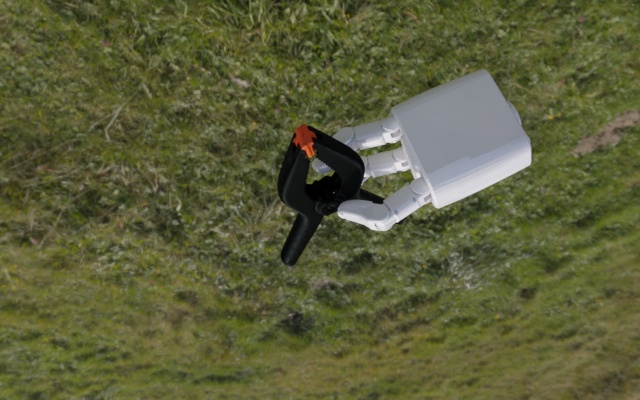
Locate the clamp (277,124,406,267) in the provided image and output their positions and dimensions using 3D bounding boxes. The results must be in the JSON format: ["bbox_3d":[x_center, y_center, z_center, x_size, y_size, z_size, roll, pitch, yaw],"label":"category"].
[{"bbox_3d":[0.000,0.002,0.527,0.164,0.036,0.210,-26,-37,6],"label":"clamp"}]
